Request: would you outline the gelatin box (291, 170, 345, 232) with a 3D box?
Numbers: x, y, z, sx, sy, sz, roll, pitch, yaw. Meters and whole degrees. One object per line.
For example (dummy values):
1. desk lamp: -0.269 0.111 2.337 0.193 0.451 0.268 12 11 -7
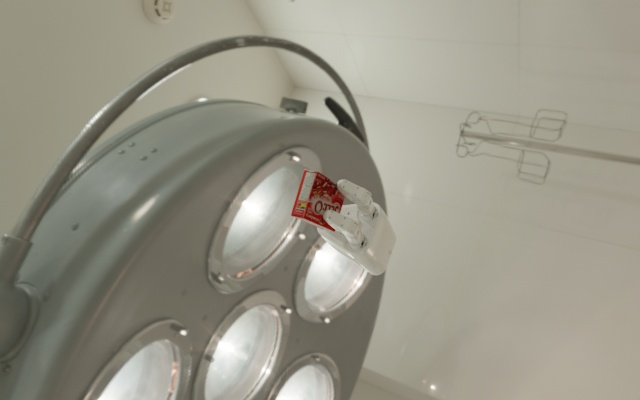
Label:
1. gelatin box: 0.000 0.002 0.736 0.030 0.073 0.089 10 -11 37
